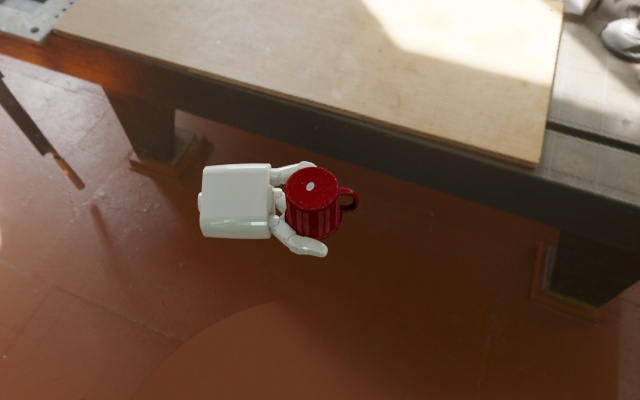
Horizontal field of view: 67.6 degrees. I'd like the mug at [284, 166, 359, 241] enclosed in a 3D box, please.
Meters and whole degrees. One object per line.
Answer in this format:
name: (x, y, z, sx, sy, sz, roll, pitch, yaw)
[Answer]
mug: (0.002, 0.002, 0.726, 0.117, 0.093, 0.082, -1, -33, 0)
